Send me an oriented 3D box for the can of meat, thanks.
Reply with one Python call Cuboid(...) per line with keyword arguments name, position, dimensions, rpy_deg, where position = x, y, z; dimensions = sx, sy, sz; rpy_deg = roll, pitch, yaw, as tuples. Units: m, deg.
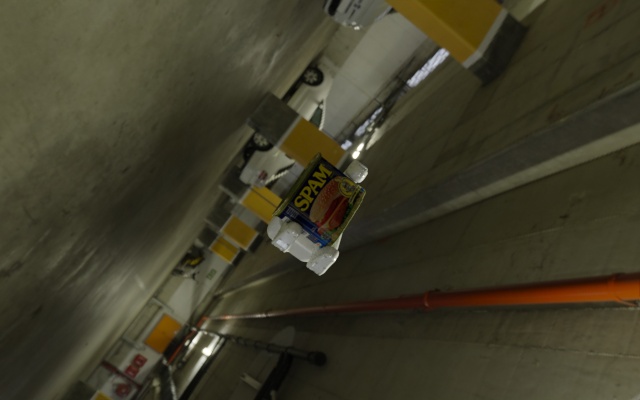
Cuboid(name="can of meat", position=(0.000, 0.002, 0.631), dimensions=(0.084, 0.102, 0.057), rpy_deg=(37, -23, -7))
